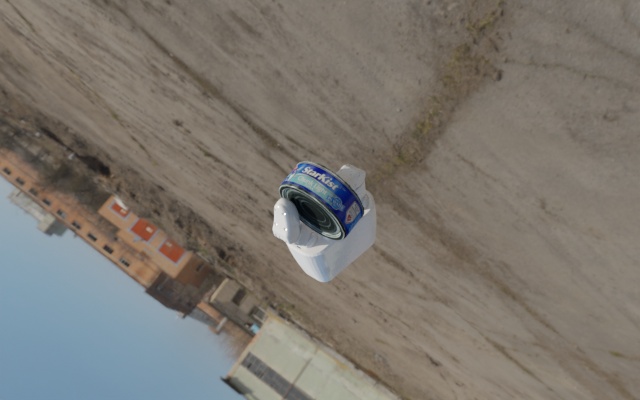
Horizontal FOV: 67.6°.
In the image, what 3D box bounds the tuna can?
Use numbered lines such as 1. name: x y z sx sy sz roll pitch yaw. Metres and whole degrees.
1. tuna can: 0.000 0.002 0.483 0.086 0.033 0.086 34 -21 15
